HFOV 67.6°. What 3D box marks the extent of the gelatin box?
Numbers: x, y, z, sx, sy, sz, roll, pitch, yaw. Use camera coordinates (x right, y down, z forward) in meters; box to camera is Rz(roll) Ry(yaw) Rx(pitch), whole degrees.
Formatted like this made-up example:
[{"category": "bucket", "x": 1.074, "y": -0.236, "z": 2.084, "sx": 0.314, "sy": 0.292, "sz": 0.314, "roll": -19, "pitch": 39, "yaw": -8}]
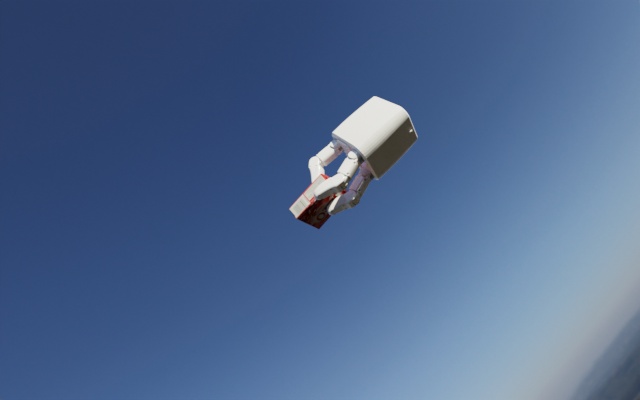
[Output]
[{"category": "gelatin box", "x": 0.000, "y": 0.003, "z": 0.840, "sx": 0.073, "sy": 0.089, "sz": 0.030, "roll": 29, "pitch": 17, "yaw": -53}]
